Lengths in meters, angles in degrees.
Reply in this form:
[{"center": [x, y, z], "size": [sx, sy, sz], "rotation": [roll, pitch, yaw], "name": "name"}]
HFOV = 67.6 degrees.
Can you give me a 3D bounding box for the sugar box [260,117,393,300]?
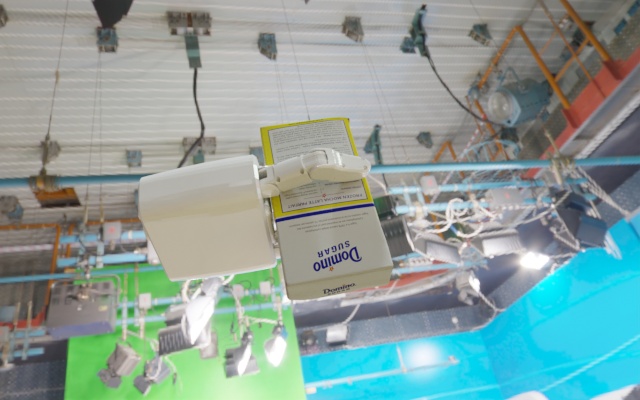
[{"center": [0.000, 0.002, 0.451], "size": [0.093, 0.176, 0.048], "rotation": [-9, -31, -5], "name": "sugar box"}]
